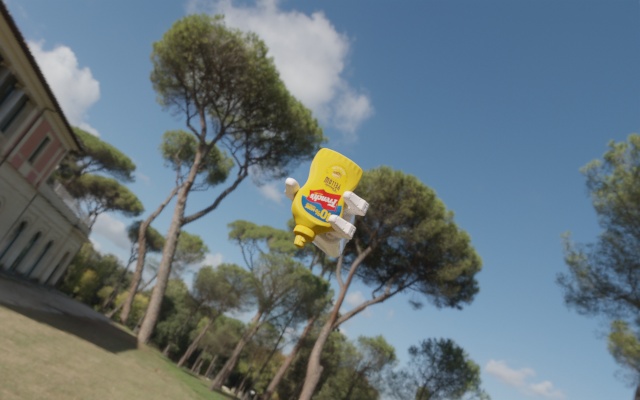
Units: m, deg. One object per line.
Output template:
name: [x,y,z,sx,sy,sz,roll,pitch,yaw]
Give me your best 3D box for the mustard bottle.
mustard bottle: [0.000,0.003,0.893,0.096,0.191,0.058,31,-21,-10]
